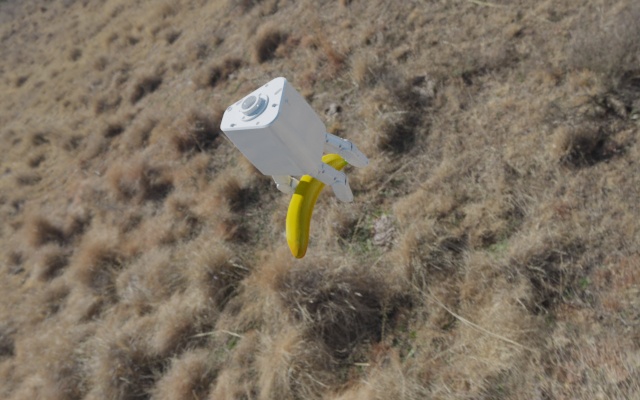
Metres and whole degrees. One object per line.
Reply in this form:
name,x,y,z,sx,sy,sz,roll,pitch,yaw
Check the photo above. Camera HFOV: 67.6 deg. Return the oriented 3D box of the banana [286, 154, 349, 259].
banana,-0.013,-0.003,0.745,0.069,0.197,0.037,12,-26,39
